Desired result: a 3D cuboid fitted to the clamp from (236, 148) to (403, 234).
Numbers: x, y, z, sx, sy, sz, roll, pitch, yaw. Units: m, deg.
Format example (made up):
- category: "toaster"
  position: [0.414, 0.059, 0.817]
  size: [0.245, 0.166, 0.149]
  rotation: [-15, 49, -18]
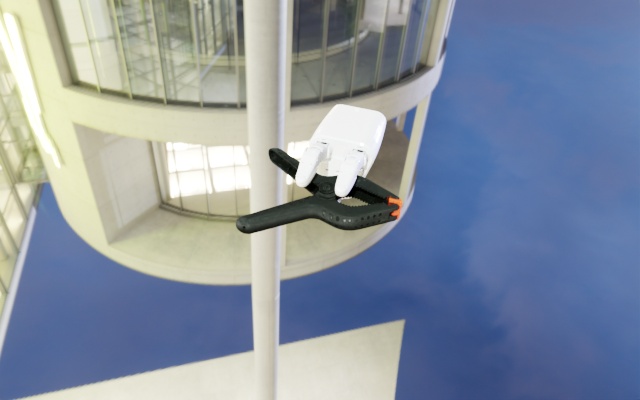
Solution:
- category: "clamp"
  position: [0.001, 0.003, 0.637]
  size: [0.210, 0.036, 0.164]
  rotation: [14, 45, 11]
